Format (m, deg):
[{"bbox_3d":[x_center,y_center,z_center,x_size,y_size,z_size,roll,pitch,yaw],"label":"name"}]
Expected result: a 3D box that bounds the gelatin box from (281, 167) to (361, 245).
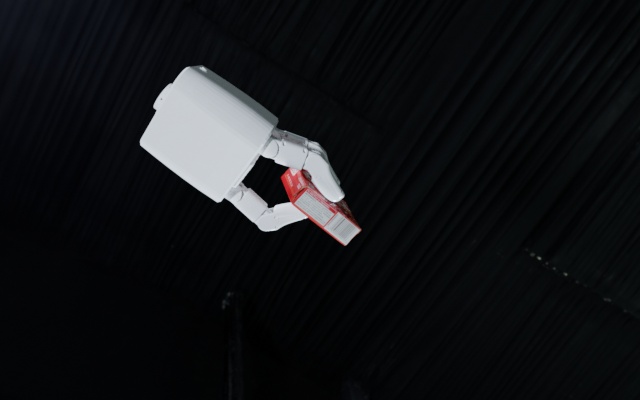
[{"bbox_3d":[0.000,0.002,0.548,0.089,0.030,0.073,39,11,-26],"label":"gelatin box"}]
